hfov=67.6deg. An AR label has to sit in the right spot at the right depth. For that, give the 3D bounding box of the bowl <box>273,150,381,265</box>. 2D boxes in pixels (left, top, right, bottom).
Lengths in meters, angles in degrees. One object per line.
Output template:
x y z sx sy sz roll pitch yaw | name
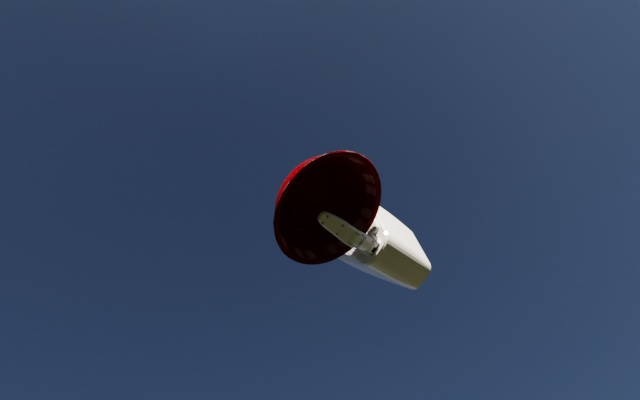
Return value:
-0.001 0.001 0.628 0.162 0.162 0.055 0 25 -35 | bowl
